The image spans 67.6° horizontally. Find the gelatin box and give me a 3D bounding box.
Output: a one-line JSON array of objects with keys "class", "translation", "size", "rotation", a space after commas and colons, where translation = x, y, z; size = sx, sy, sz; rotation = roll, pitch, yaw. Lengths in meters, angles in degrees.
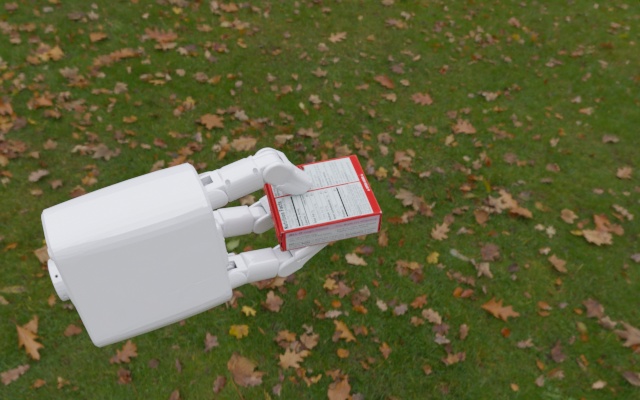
[{"class": "gelatin box", "translation": [0.000, 0.001, 0.418], "size": [0.089, 0.073, 0.030], "rotation": [-12, -41, -10]}]
